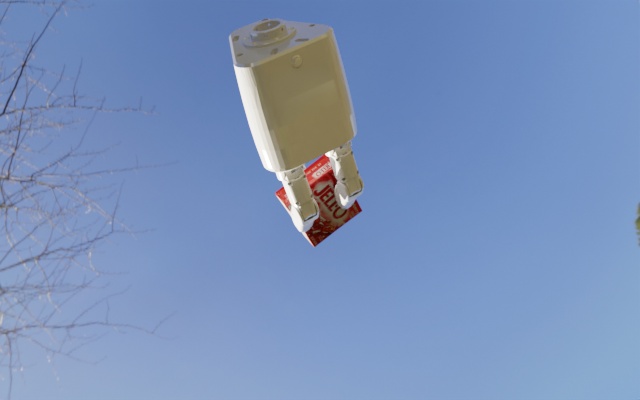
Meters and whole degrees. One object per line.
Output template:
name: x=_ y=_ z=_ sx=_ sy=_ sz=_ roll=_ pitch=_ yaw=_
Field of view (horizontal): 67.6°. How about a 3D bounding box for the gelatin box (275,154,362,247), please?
gelatin box: x=0.000 y=0.002 z=0.544 sx=0.030 sy=0.073 sz=0.089 roll=47 pitch=-9 yaw=43
